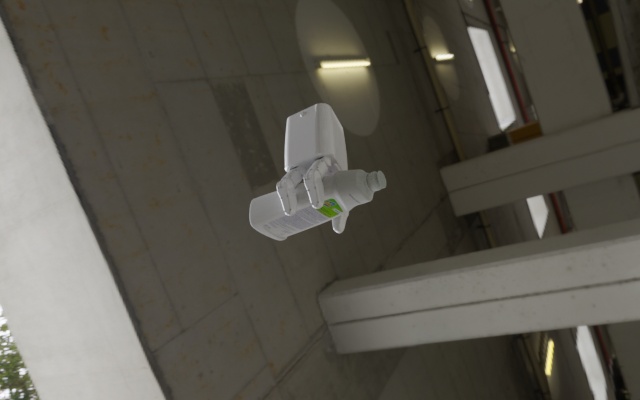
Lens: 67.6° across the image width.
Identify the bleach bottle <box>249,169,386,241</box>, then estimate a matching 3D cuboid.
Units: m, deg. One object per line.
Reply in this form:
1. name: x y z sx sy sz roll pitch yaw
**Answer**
1. bleach bottle: 0.000 0.003 0.821 0.251 0.068 0.102 -18 -30 31
